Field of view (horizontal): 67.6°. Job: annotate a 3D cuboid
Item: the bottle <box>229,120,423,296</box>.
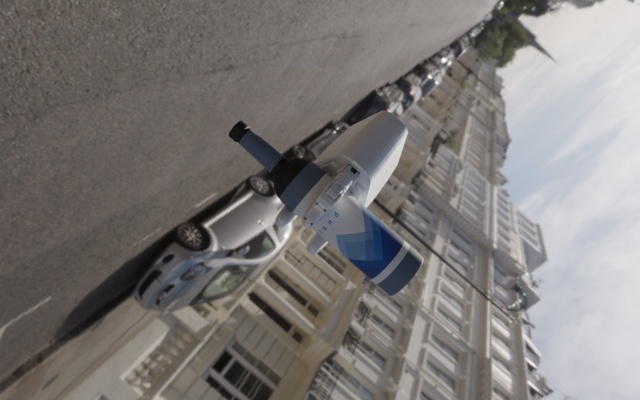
[{"bbox_3d":[0.000,0.002,0.620,0.295,0.069,0.069,41,0,1],"label":"bottle"}]
